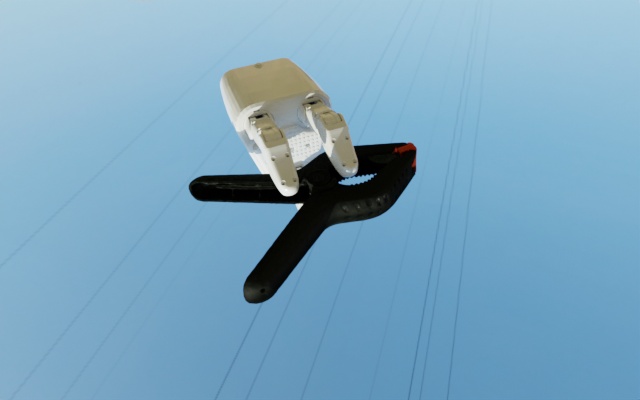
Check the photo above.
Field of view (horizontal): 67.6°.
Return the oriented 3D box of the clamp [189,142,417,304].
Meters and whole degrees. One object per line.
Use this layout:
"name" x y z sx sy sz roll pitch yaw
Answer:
"clamp" 0.001 0.002 0.417 0.210 0.036 0.164 -17 40 -12
